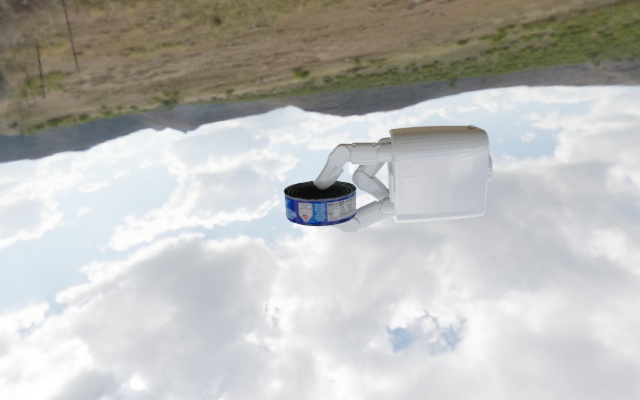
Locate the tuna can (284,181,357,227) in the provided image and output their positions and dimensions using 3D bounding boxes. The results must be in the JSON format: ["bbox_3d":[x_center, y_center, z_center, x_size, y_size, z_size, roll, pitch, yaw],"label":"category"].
[{"bbox_3d":[0.000,0.002,0.564,0.086,0.034,0.086,-2,16,1],"label":"tuna can"}]
